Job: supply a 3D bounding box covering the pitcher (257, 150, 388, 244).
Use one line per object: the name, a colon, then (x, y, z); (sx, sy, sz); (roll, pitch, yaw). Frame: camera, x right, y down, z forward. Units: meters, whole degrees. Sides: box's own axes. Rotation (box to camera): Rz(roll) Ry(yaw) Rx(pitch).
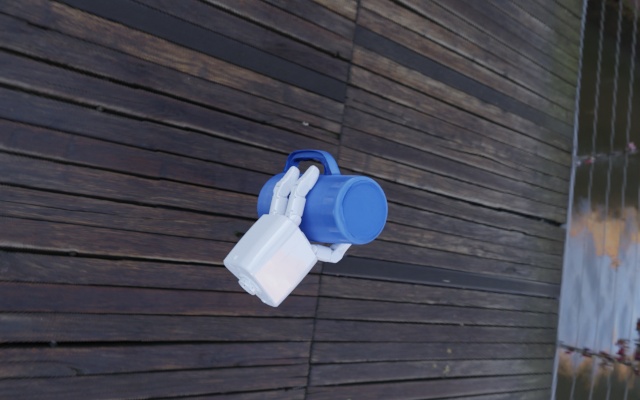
pitcher: (0.000, 0.003, 0.837); (0.145, 0.149, 0.243); (-49, 26, -24)
